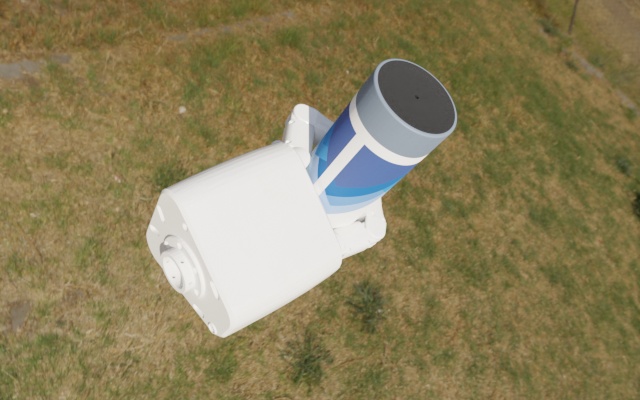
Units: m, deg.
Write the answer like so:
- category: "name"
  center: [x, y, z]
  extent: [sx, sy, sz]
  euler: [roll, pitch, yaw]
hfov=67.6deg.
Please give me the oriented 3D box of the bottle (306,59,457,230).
- category: "bottle"
  center: [0.000, 0.001, 0.429]
  extent: [0.069, 0.069, 0.296]
  euler: [0, -29, -30]
